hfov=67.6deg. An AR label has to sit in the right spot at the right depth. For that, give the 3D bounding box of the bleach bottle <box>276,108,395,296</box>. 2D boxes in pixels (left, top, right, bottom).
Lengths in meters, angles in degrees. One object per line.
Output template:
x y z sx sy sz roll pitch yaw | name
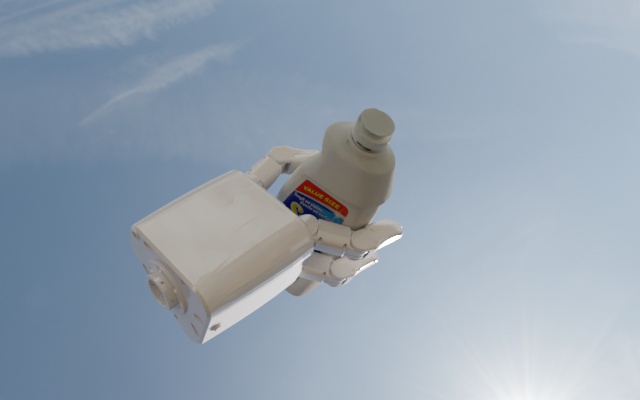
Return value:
0.000 0.002 0.464 0.068 0.102 0.251 -33 -17 -35 | bleach bottle
